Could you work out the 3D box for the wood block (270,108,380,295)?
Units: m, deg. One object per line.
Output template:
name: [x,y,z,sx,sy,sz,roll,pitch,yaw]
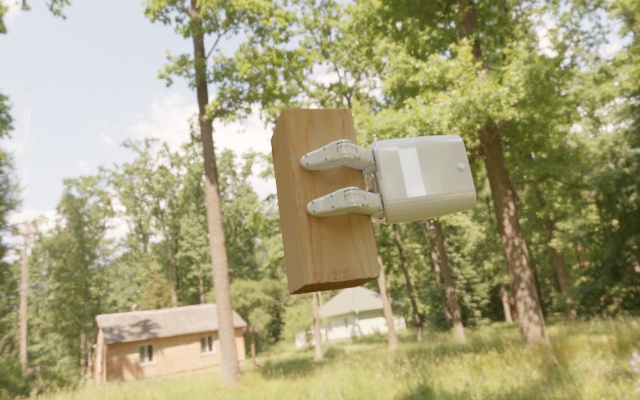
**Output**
wood block: [0.000,0.002,0.579,0.090,0.206,0.091,-3,-17,-16]
